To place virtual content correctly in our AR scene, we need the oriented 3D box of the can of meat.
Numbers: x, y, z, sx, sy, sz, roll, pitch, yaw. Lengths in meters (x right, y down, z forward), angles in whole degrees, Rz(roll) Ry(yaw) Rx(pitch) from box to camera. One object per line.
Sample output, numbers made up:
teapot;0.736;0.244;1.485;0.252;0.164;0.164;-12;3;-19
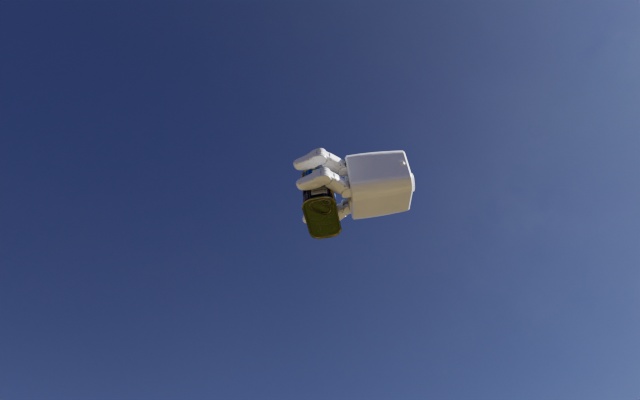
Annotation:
can of meat;0.000;0.003;0.842;0.057;0.083;0.102;-10;-45;4
